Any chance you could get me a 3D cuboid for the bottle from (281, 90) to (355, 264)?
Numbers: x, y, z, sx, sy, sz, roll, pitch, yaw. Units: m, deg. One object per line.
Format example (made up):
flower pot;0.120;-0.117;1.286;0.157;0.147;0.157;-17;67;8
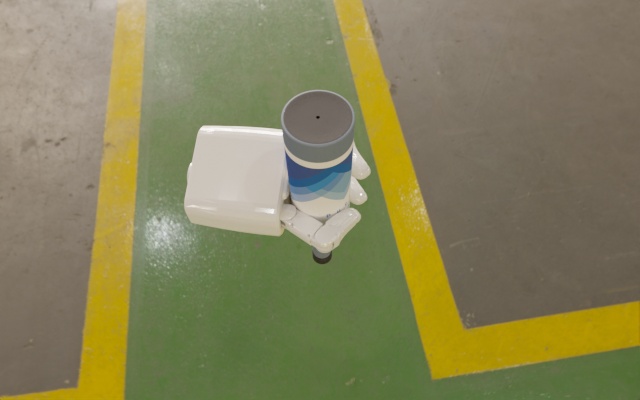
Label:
bottle;0.000;0.002;0.550;0.069;0.069;0.296;0;-31;1
